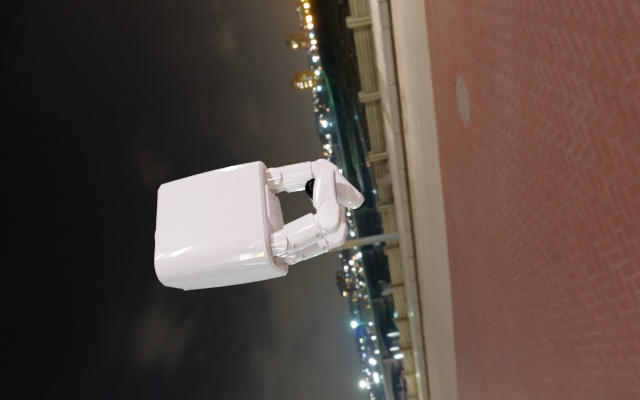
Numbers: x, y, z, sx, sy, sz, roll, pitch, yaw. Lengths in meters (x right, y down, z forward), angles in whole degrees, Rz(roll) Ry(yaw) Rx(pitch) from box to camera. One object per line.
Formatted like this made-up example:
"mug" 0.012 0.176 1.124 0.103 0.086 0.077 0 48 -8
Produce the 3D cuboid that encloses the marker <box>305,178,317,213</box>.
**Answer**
"marker" 0.000 0.002 0.506 0.020 0.020 0.121 0 -15 6
